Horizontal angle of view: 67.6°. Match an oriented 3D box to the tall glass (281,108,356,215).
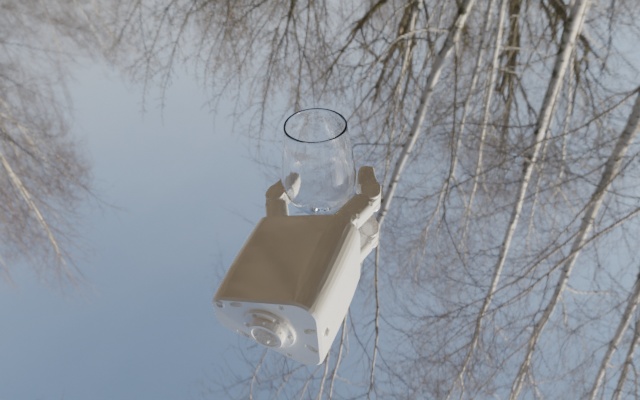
[{"bbox_3d":[0.000,0.002,0.523,0.079,0.201,0.079,-2,41,2],"label":"tall glass"}]
